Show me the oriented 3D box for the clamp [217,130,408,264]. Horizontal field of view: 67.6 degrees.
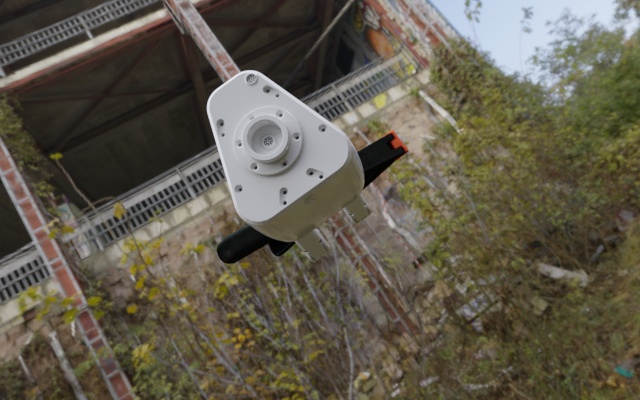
[{"bbox_3d":[0.000,0.001,0.514,0.210,0.036,0.164,-36,-10,1],"label":"clamp"}]
